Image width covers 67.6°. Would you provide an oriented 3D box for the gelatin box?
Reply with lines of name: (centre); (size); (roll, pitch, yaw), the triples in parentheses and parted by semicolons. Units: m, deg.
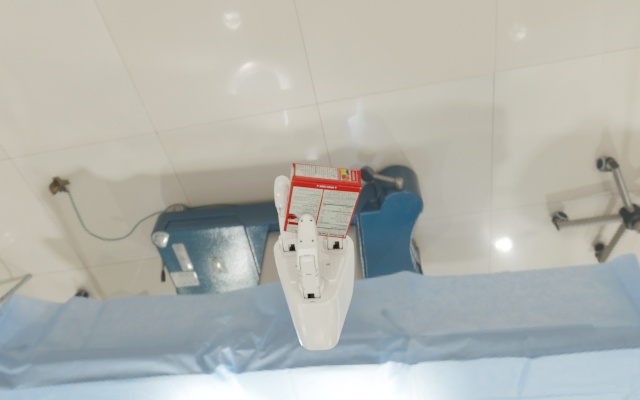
gelatin box: (0.000, 0.002, 0.521); (0.073, 0.030, 0.089); (6, -42, -6)
